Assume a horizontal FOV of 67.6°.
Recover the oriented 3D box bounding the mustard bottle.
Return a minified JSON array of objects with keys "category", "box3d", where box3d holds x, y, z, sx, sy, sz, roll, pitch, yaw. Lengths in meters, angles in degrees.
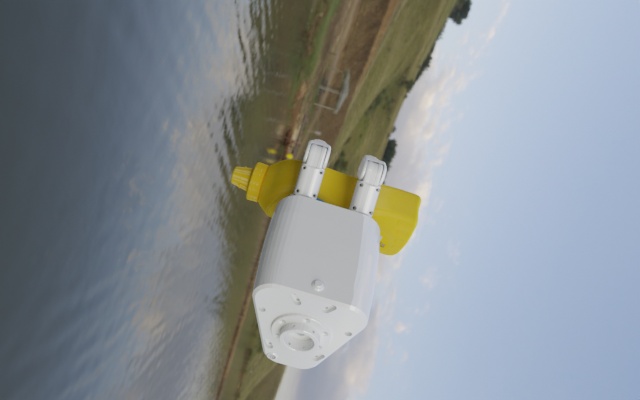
[{"category":"mustard bottle","box3d":[0.000,0.001,0.502,0.191,0.058,0.096,17,-26,-3]}]
